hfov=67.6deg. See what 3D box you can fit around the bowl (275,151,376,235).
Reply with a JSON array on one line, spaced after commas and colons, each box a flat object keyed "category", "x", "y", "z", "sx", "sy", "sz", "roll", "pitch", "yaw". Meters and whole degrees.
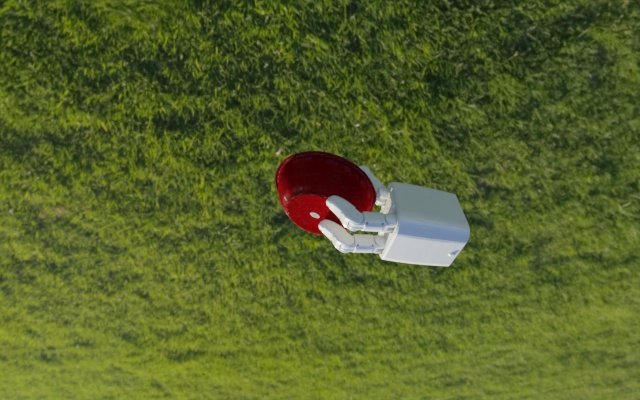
[{"category": "bowl", "x": -0.001, "y": 0.003, "z": 0.725, "sx": 0.162, "sy": 0.055, "sz": 0.162, "roll": 11, "pitch": -40, "yaw": 10}]
